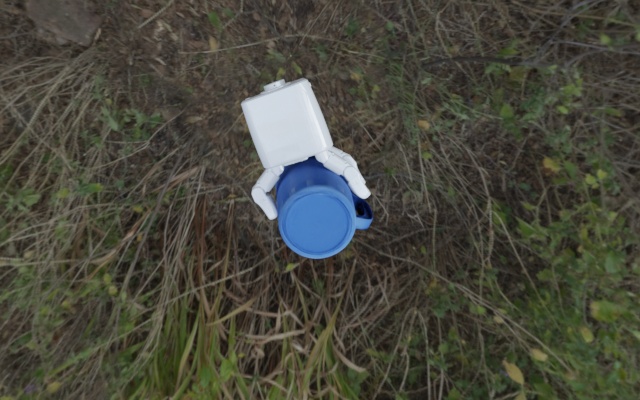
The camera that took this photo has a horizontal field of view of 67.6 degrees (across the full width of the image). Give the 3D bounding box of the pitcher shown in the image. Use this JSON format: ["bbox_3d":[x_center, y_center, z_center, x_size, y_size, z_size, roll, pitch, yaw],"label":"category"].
[{"bbox_3d":[0.000,0.002,0.762,0.149,0.145,0.242,-20,16,3],"label":"pitcher"}]
